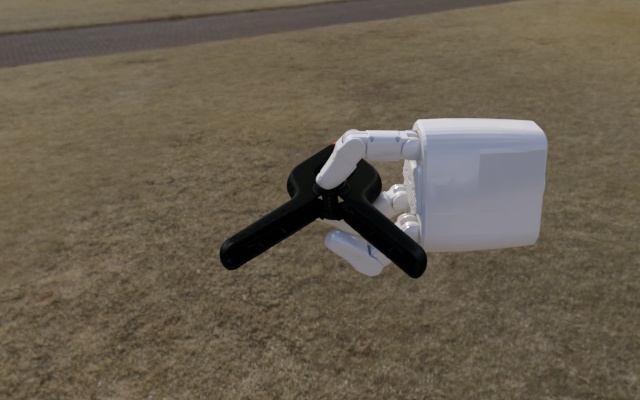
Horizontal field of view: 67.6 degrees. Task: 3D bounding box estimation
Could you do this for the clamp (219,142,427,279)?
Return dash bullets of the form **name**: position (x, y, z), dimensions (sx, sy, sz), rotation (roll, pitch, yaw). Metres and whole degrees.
- **clamp**: position (0.000, 0.000, 0.450), dimensions (0.164, 0.036, 0.209), rotation (-1, 32, 0)
